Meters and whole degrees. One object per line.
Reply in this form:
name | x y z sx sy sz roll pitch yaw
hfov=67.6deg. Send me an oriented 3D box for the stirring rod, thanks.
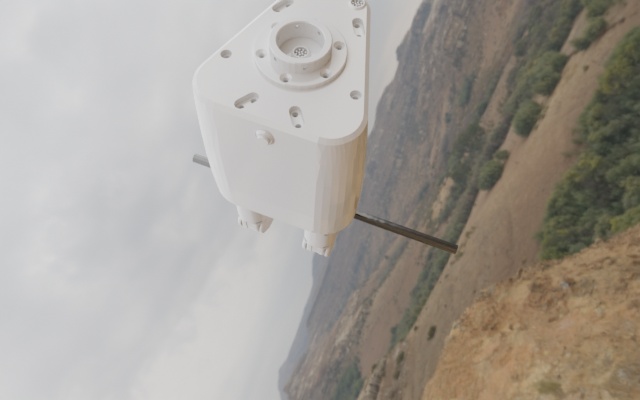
stirring rod | 0.000 0.001 0.411 0.239 0.011 0.011 19 3 8
